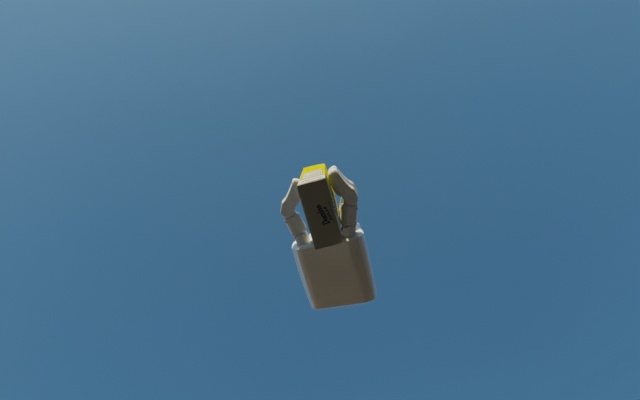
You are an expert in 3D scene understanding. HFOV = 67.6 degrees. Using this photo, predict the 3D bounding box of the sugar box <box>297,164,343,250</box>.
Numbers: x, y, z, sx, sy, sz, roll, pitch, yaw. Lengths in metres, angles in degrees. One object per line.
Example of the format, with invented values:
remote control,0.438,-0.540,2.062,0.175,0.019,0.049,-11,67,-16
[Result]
sugar box,0.001,0.002,0.704,0.048,0.093,0.176,-16,11,1
